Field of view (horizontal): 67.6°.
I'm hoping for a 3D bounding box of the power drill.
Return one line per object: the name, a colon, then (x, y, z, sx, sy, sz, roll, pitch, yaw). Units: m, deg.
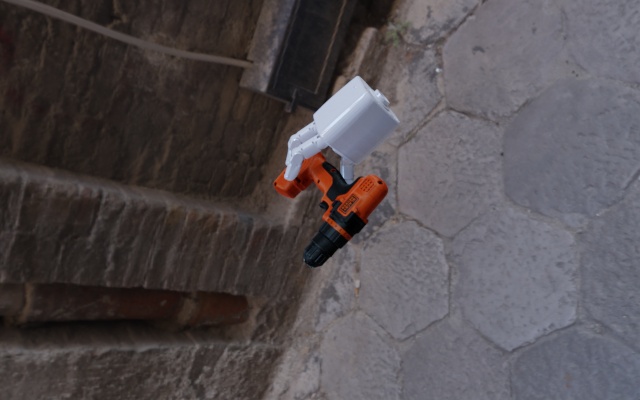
power drill: (0.000, 0.002, 0.822, 0.187, 0.184, 0.057, 41, -4, 39)
